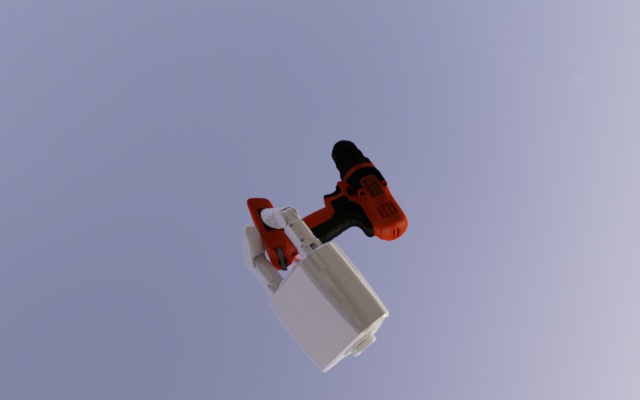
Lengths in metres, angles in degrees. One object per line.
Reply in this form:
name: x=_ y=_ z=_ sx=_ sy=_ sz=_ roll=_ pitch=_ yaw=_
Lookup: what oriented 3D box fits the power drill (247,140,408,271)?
power drill: x=0.000 y=0.003 z=0.648 sx=0.187 sy=0.184 sz=0.057 roll=-22 pitch=-41 yaw=-8
